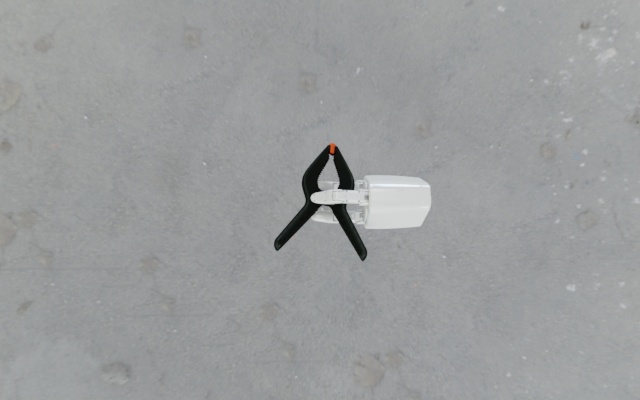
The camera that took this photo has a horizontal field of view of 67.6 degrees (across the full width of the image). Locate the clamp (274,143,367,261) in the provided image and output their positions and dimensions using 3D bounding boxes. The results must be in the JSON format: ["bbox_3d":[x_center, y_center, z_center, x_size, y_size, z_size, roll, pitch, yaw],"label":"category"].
[{"bbox_3d":[0.000,0.002,0.850,0.164,0.210,0.036,0,-7,-1],"label":"clamp"}]
